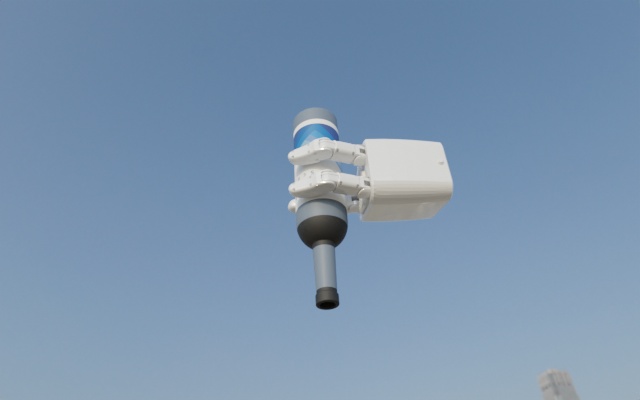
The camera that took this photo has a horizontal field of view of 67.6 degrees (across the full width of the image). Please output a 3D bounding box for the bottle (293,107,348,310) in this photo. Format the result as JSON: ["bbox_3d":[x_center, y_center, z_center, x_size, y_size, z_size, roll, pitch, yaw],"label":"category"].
[{"bbox_3d":[0.000,0.002,0.633,0.069,0.295,0.069,-3,-36,-2],"label":"bottle"}]
